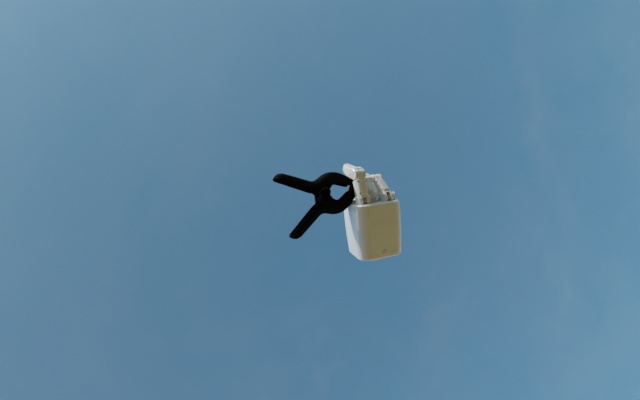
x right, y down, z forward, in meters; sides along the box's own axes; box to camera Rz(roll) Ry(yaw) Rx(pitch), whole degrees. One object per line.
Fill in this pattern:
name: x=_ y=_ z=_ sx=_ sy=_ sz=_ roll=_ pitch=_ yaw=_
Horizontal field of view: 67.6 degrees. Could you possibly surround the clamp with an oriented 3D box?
clamp: x=0.000 y=0.003 z=0.885 sx=0.171 sy=0.120 sz=0.039 roll=-7 pitch=4 yaw=-21
